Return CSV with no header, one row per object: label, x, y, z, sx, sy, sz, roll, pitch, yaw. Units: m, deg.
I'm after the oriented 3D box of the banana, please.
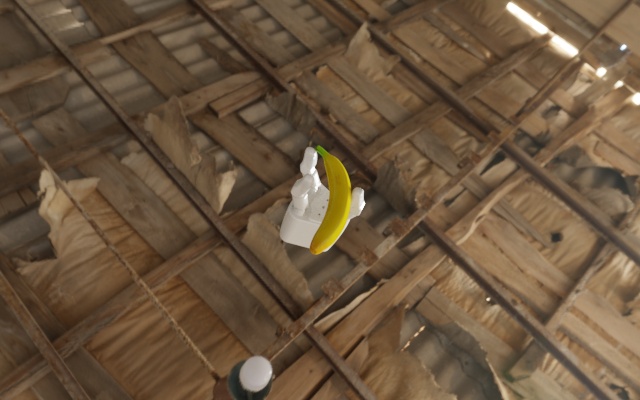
banana,0.018,0.002,0.793,0.069,0.197,0.037,9,-30,-13
